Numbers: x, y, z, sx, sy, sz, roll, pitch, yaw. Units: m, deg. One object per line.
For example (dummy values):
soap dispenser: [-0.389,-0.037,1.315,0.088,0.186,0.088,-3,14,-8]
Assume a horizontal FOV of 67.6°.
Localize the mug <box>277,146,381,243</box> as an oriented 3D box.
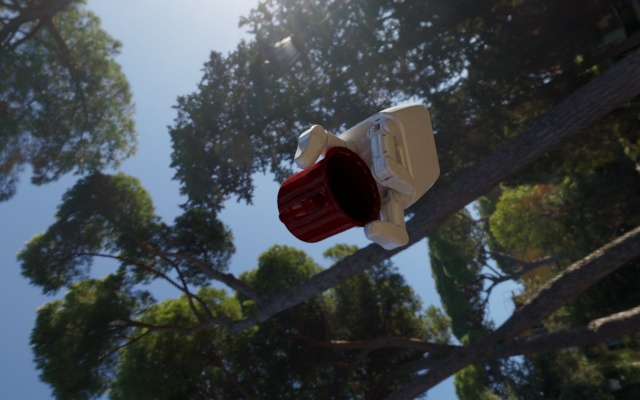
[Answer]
mug: [-0.001,0.002,0.519,0.081,0.093,0.117,-26,1,37]
